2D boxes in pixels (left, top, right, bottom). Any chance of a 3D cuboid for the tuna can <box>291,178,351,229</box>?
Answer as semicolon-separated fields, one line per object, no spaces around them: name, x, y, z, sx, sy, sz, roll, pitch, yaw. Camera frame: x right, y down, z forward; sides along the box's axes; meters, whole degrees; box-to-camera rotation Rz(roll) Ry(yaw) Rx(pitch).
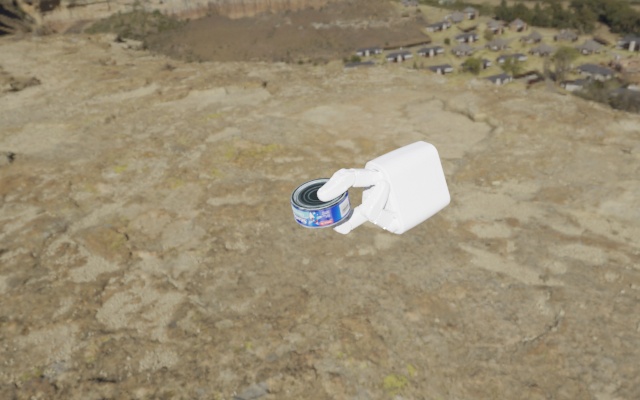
tuna can;0.000;0.002;0.697;0.086;0.034;0.086;-9;33;6
